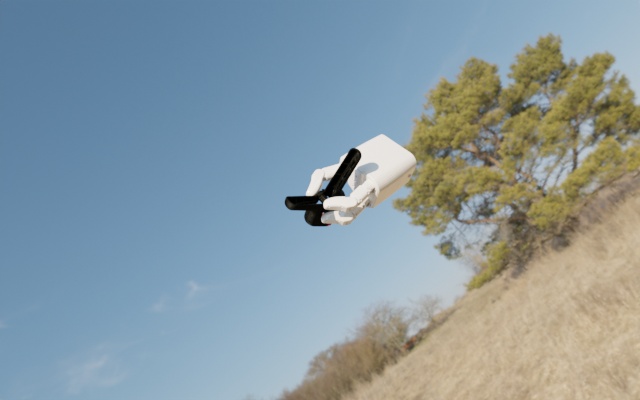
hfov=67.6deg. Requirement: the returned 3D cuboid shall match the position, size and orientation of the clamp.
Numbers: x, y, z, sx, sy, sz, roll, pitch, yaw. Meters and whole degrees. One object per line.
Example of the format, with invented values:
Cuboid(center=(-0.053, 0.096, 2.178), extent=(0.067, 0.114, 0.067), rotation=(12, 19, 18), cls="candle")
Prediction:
Cuboid(center=(0.000, 0.003, 0.897), extent=(0.164, 0.036, 0.210), rotation=(-34, -22, -21), cls="clamp")
